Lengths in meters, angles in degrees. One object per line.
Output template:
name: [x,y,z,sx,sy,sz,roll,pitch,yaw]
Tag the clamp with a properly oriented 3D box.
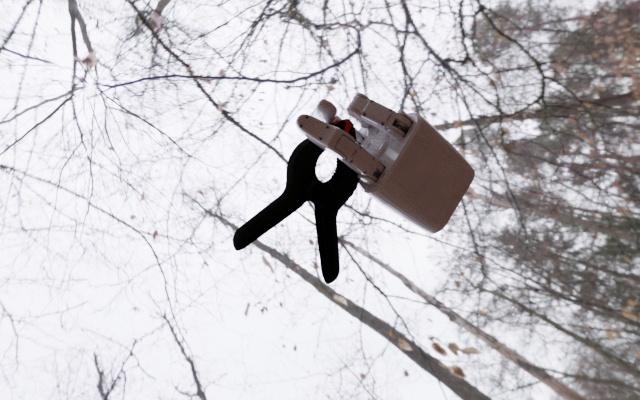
clamp: [0.000,0.001,0.496,0.120,0.171,0.039,34,-4,-28]
